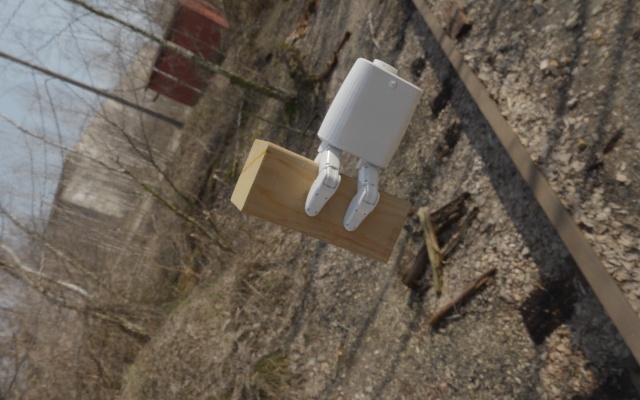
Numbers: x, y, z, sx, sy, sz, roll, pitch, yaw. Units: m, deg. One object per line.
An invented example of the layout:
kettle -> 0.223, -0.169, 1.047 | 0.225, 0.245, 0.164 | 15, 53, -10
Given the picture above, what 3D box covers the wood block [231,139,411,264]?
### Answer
wood block -> 0.000, 0.002, 0.627 | 0.206, 0.090, 0.091 | 22, 2, -21
